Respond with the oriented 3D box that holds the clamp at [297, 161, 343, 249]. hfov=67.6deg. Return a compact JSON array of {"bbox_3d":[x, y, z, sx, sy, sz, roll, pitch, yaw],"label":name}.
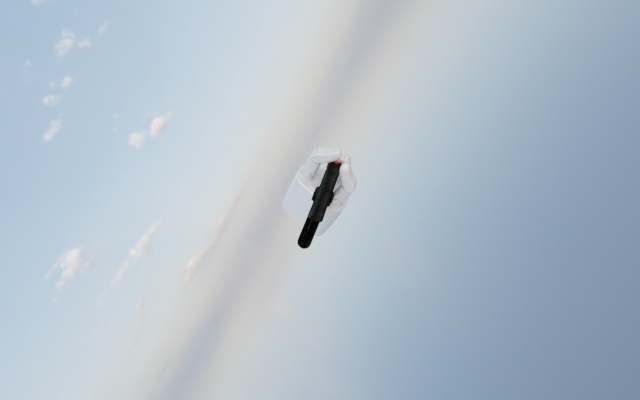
[{"bbox_3d":[0.000,0.002,0.850,0.039,0.171,0.120,28,-41,-4],"label":"clamp"}]
